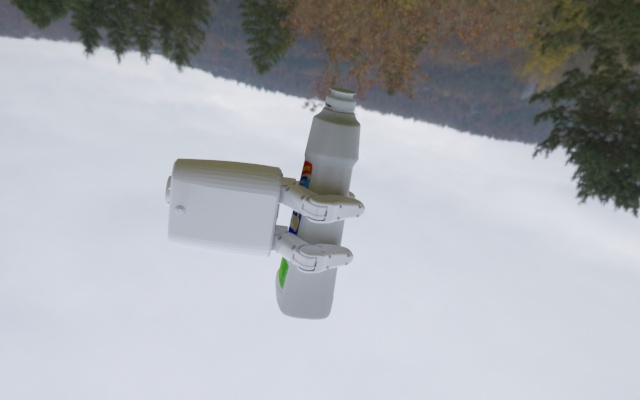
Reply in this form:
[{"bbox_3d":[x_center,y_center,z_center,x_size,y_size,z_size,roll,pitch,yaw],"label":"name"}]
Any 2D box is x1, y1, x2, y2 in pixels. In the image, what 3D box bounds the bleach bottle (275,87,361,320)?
[{"bbox_3d":[0.000,0.002,0.530,0.068,0.251,0.102,7,21,-9],"label":"bleach bottle"}]
